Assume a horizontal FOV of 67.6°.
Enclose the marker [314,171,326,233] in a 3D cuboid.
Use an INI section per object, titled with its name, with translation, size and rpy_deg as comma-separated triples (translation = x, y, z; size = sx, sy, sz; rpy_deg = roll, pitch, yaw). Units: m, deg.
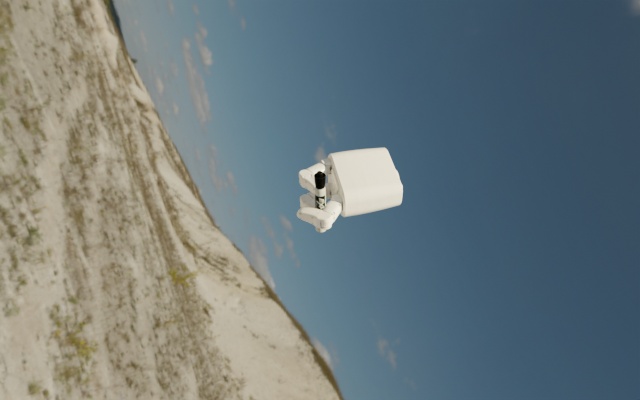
[marker]
translation = 0.000, 0.003, 0.780
size = 0.020, 0.121, 0.020
rpy_deg = -1, 40, 1
